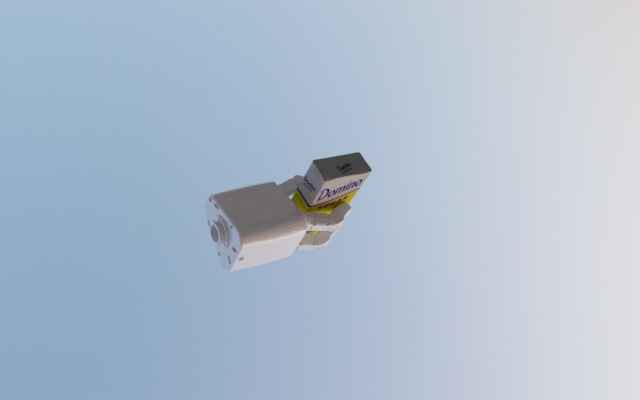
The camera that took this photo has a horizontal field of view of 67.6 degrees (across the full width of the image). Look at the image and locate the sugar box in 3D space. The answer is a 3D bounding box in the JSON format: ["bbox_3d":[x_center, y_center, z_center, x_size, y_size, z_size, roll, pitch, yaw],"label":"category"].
[{"bbox_3d":[0.000,0.003,0.748,0.093,0.048,0.176,-14,-27,-36],"label":"sugar box"}]
